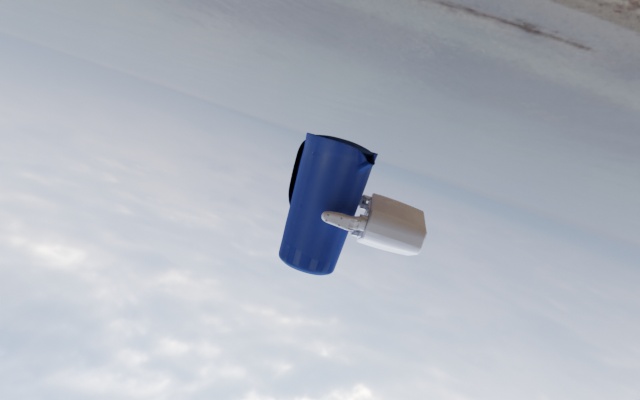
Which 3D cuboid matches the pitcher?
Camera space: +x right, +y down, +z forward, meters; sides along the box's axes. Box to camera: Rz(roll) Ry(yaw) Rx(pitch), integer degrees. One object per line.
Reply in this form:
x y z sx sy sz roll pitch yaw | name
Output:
0.000 0.003 0.874 0.145 0.243 0.149 17 7 1 | pitcher
